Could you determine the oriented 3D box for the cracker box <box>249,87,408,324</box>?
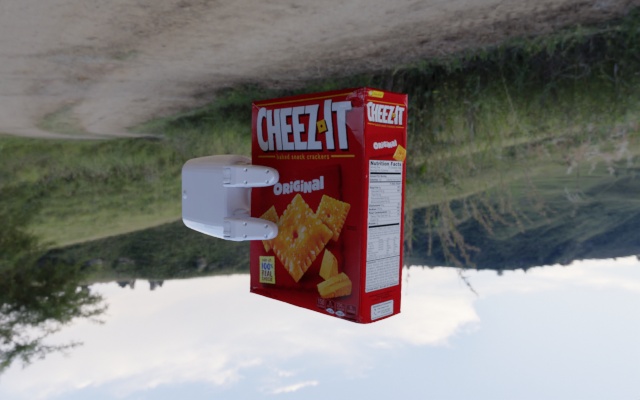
[{"bbox_3d":[0.000,0.002,0.488,0.164,0.214,0.072,5,6,44],"label":"cracker box"}]
